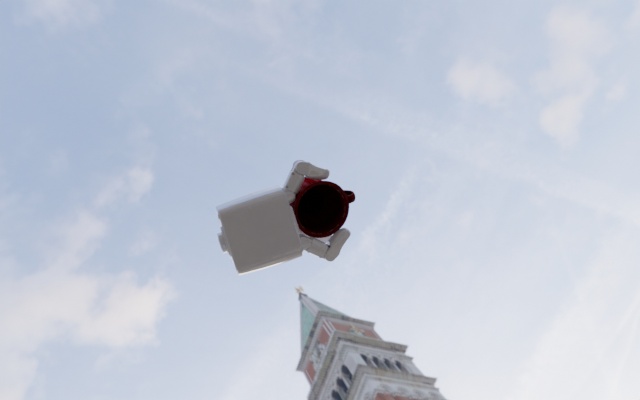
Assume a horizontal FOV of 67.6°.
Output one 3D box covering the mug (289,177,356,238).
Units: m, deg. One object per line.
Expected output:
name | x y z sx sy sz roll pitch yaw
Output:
mug | 0.001 0.002 0.790 0.117 0.093 0.081 -17 18 -16
